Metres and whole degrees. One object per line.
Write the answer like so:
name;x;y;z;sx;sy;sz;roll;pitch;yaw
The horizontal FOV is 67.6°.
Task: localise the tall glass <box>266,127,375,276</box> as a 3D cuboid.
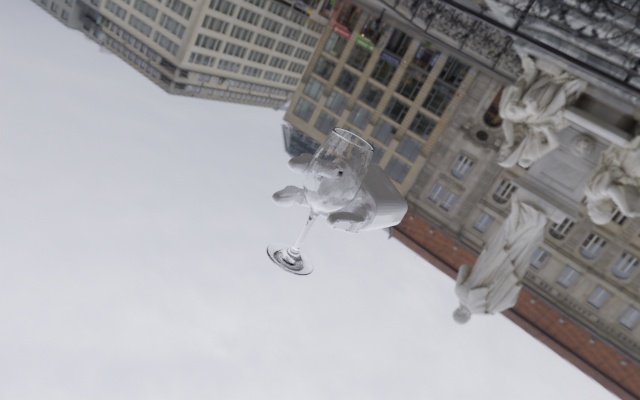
tall glass;0.000;0.003;0.655;0.079;0.201;0.079;24;20;-10
